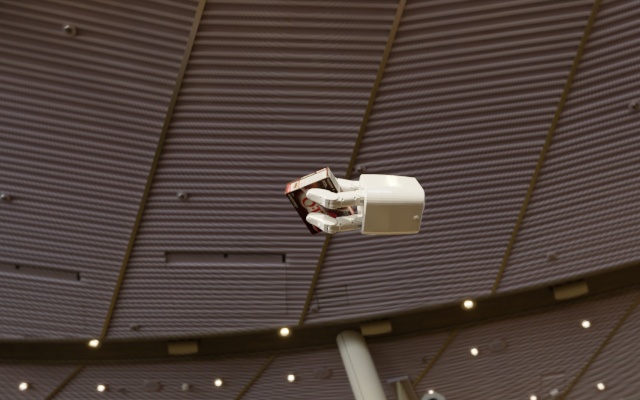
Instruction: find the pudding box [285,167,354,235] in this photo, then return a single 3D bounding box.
[{"bbox_3d":[0.000,0.003,0.885,0.090,0.113,0.039,-21,31,16],"label":"pudding box"}]
